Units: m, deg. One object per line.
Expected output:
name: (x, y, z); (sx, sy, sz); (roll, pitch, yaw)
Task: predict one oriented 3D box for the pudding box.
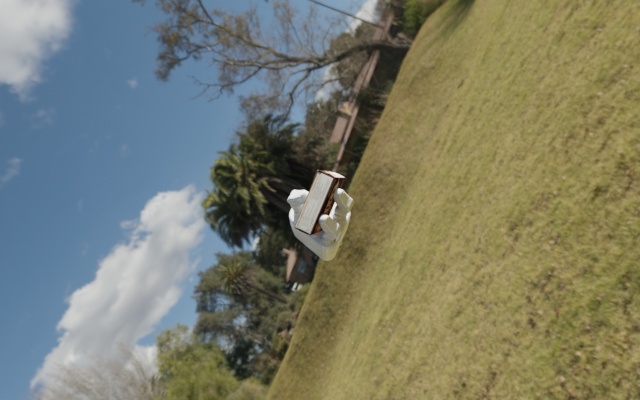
pudding box: (0.000, 0.003, 0.857); (0.039, 0.113, 0.090); (22, 8, 11)
